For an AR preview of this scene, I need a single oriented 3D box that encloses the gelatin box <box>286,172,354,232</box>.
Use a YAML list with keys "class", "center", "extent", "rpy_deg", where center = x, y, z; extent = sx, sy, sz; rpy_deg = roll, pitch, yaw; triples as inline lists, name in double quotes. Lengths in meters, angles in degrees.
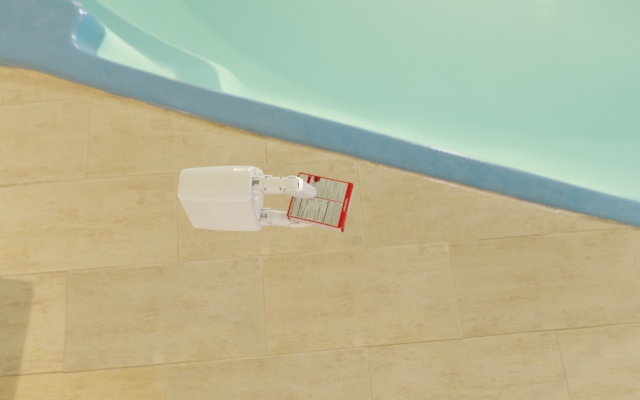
- class: "gelatin box"
  center: [0.000, 0.002, 0.726]
  extent: [0.089, 0.073, 0.030]
  rpy_deg: [12, -15, 10]
